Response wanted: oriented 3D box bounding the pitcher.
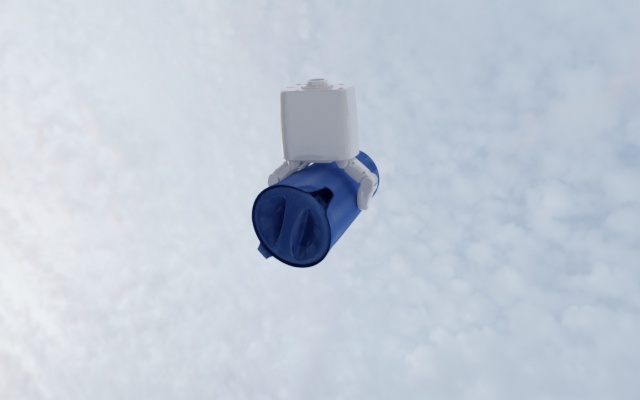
[{"bbox_3d":[0.000,0.002,0.785,0.149,0.145,0.242,7,25,26],"label":"pitcher"}]
